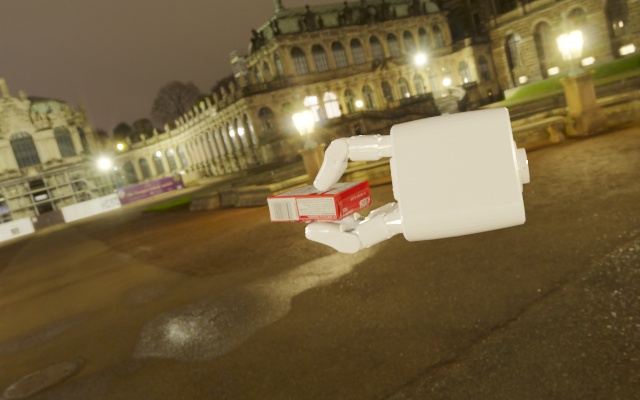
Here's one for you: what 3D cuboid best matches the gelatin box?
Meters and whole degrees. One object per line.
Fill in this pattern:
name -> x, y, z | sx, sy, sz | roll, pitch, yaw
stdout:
gelatin box -> 0.000, 0.001, 0.516 | 0.089, 0.030, 0.073 | -2, 11, 32
